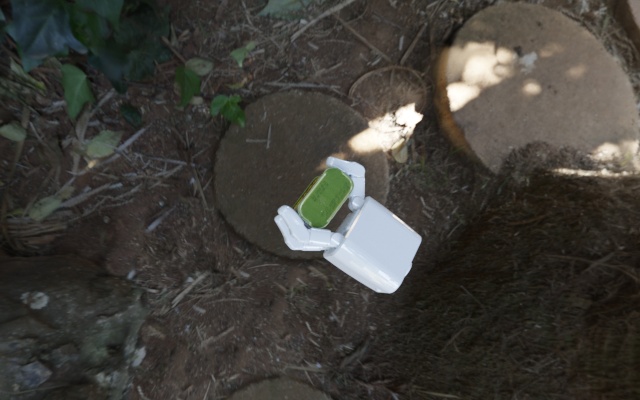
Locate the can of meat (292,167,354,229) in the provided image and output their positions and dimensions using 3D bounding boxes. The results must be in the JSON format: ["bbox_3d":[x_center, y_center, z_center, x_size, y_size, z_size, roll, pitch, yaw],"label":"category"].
[{"bbox_3d":[0.000,0.002,0.729,0.057,0.102,0.084,38,-15,-4],"label":"can of meat"}]
